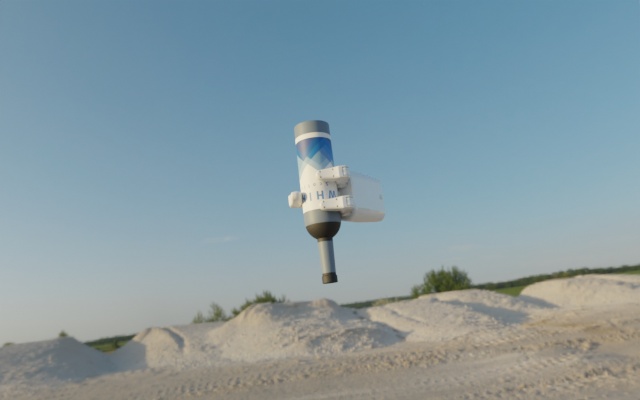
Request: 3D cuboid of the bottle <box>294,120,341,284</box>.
[{"bbox_3d":[0.000,0.003,0.872,0.069,0.295,0.069,-7,-13,-1],"label":"bottle"}]
